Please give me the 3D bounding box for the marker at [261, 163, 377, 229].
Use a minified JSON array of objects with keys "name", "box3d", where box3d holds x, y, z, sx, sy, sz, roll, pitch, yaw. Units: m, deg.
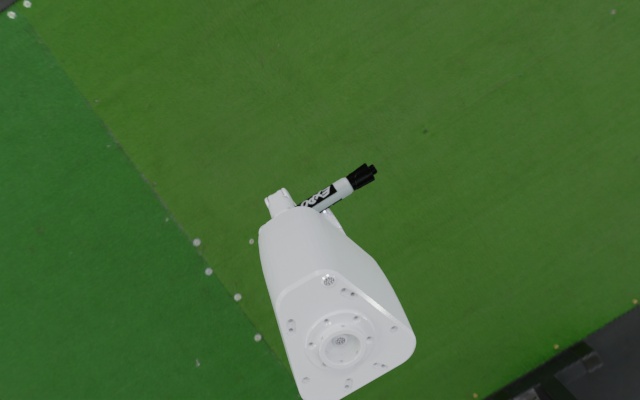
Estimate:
[{"name":"marker","box3d":[0.000,0.001,0.450,0.121,0.020,0.020,-31,-1,1]}]
